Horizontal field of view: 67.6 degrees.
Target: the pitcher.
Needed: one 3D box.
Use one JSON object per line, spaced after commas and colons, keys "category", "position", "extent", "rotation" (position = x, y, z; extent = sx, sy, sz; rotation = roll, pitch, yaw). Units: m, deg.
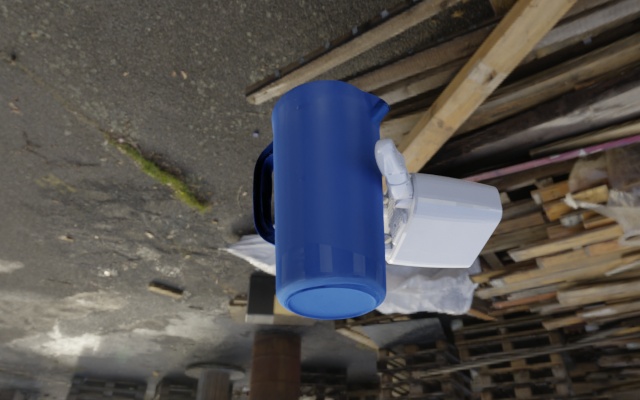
{"category": "pitcher", "position": [0.000, 0.002, 0.530], "extent": [0.145, 0.242, 0.149], "rotation": [6, -33, -11]}
